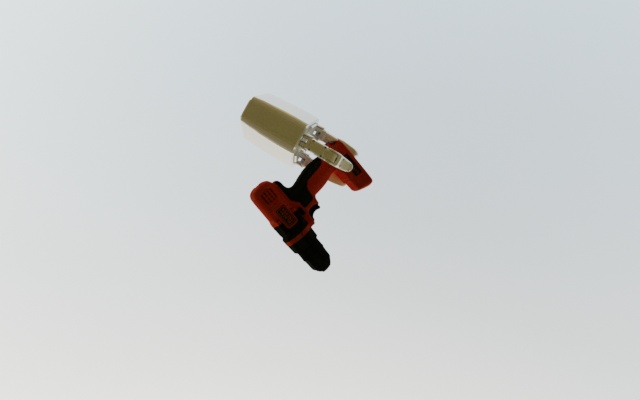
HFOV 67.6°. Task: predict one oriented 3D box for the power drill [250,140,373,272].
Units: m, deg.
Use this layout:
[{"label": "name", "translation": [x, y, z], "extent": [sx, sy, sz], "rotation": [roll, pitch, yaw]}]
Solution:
[{"label": "power drill", "translation": [0.000, 0.002, 0.818], "extent": [0.187, 0.184, 0.057], "rotation": [-43, 12, -19]}]
